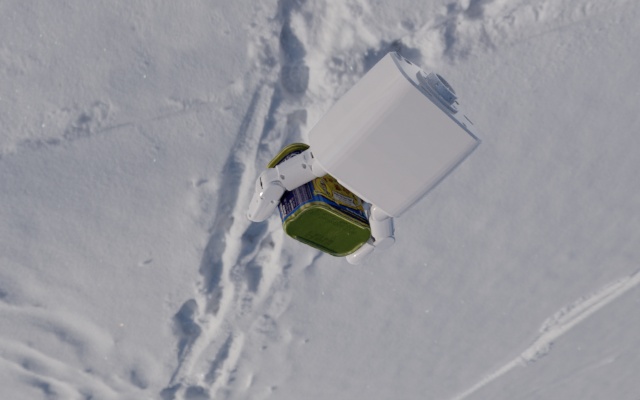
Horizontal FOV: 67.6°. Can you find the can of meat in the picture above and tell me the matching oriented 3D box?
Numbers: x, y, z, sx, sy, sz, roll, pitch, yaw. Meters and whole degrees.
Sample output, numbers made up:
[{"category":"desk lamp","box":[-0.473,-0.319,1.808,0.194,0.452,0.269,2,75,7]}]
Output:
[{"category":"can of meat","box":[0.000,0.002,0.487,0.102,0.084,0.057,27,-57,-39]}]
